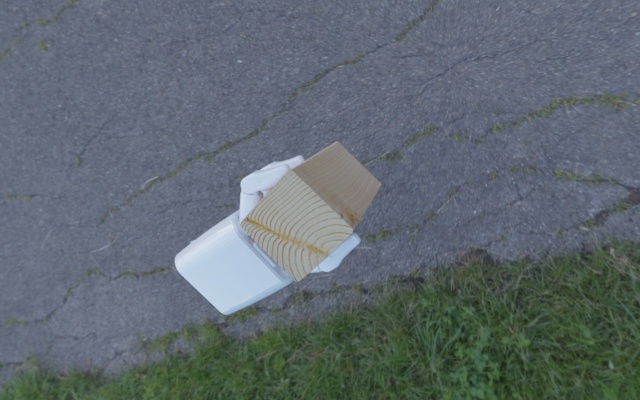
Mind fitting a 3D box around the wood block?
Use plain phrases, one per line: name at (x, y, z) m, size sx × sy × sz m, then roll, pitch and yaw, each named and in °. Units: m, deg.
wood block at (0.000, 0.002, 0.581) m, size 0.090 × 0.091 × 0.206 m, roll -45°, pitch 0°, yaw 21°
